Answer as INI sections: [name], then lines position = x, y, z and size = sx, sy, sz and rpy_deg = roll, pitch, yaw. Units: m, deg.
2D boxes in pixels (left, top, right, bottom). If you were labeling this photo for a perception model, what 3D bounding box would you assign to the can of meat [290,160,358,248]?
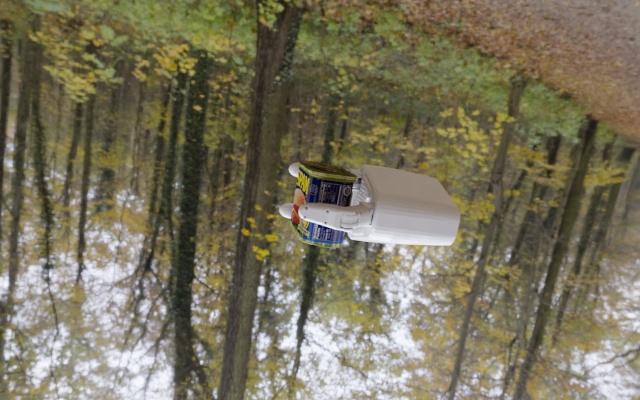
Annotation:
[can of meat]
position = 0.000, 0.002, 0.570
size = 0.057, 0.084, 0.102
rpy_deg = 7, 11, -15
